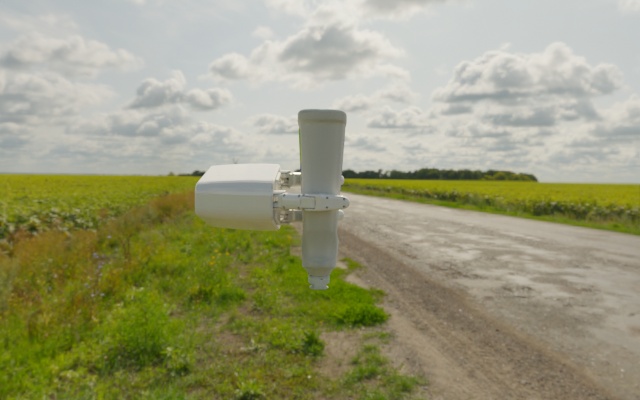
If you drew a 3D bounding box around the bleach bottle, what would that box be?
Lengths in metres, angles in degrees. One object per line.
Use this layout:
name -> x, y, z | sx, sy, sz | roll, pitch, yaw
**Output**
bleach bottle -> 0.000, 0.002, 0.679 | 0.068, 0.251, 0.102 | 1, 3, 1
